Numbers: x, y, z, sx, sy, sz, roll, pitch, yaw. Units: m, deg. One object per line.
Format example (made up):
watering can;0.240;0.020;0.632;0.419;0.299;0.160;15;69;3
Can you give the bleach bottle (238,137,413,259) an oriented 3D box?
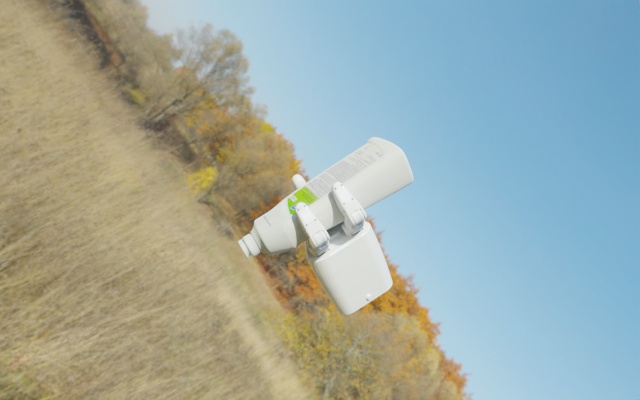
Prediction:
bleach bottle;0.000;0.002;0.667;0.251;0.068;0.102;-30;24;-10
